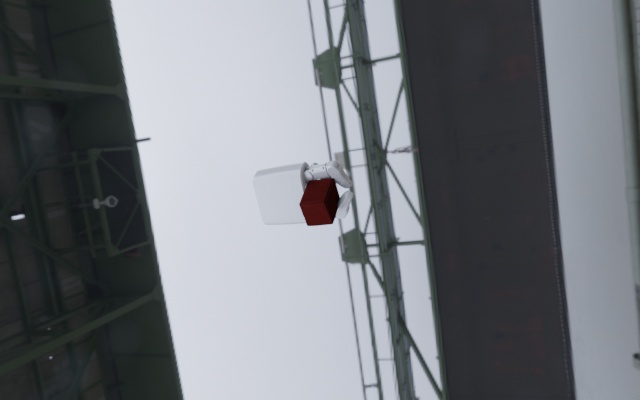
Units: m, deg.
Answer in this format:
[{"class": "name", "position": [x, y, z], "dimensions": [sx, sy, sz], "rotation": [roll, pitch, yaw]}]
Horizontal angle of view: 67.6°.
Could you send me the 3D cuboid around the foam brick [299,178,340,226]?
[{"class": "foam brick", "position": [0.000, 0.003, 0.878], "dimensions": [0.051, 0.053, 0.078], "rotation": [-6, 34, 19]}]
